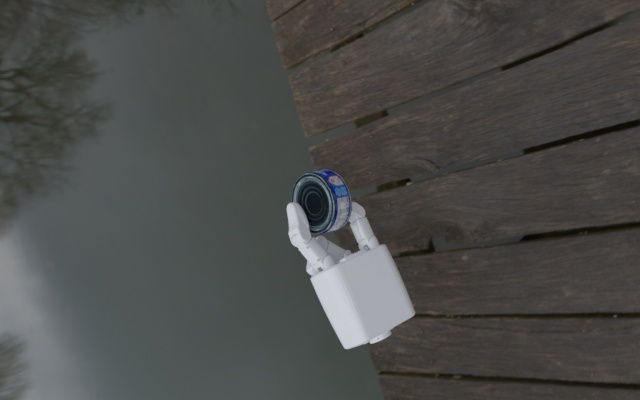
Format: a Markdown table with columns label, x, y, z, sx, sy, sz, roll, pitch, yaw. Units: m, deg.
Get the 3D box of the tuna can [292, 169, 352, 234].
| label | x | y | z | sx | sy | sz | roll | pitch | yaw |
| --- | --- | --- | --- | --- | --- | --- | --- | --- | --- |
| tuna can | 0.000 | 0.002 | 0.646 | 0.034 | 0.086 | 0.086 | -11 | 8 | -44 |
